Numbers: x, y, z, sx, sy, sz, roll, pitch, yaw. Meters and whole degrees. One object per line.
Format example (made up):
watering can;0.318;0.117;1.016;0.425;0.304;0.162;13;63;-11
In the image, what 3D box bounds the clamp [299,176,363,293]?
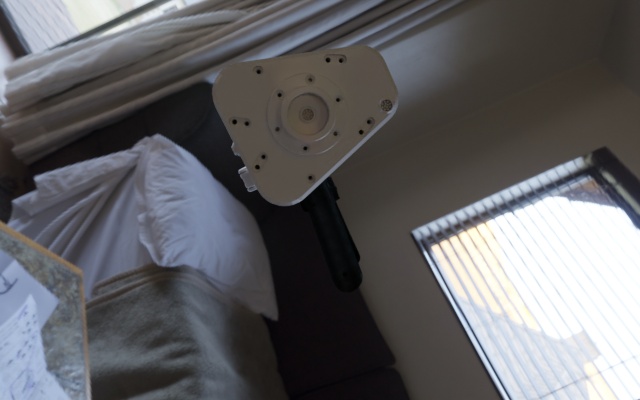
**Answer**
clamp;0.001;0.001;0.435;0.039;0.171;0.120;-26;10;-1
